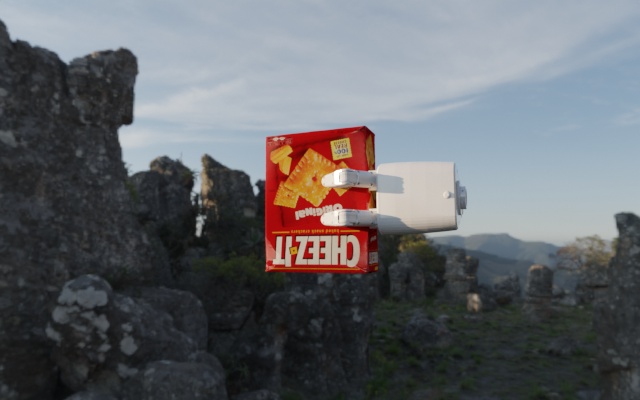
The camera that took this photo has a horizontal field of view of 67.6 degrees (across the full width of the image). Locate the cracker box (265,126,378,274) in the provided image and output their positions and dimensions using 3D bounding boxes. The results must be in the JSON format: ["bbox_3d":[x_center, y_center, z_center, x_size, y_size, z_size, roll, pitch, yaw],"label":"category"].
[{"bbox_3d":[0.000,0.002,0.728,0.164,0.213,0.072,-2,-6,20],"label":"cracker box"}]
